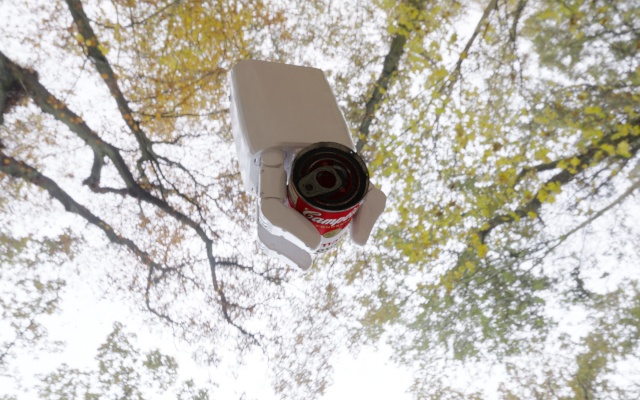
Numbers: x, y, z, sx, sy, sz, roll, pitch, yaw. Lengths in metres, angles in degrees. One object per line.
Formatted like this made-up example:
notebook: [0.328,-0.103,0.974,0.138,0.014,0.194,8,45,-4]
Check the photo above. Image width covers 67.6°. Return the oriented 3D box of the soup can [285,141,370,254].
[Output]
soup can: [0.000,0.002,0.444,0.068,0.068,0.102,0,-27,-11]
